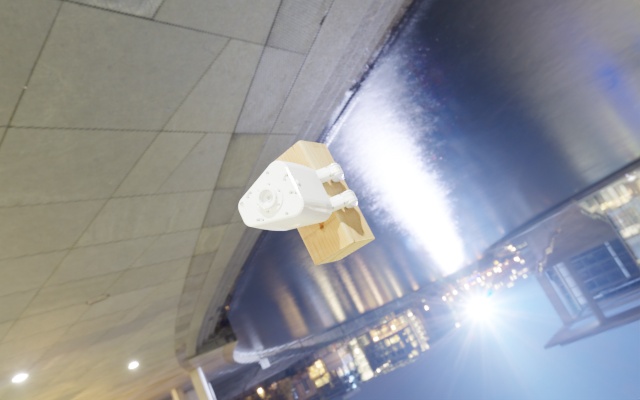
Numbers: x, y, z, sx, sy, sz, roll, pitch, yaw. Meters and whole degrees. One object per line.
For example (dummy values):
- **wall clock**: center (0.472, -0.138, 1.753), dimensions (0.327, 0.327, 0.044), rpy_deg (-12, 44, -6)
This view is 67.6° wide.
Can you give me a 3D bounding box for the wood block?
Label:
- **wood block**: center (0.000, 0.003, 0.876), dimensions (0.091, 0.206, 0.090), rpy_deg (-35, -17, 29)
